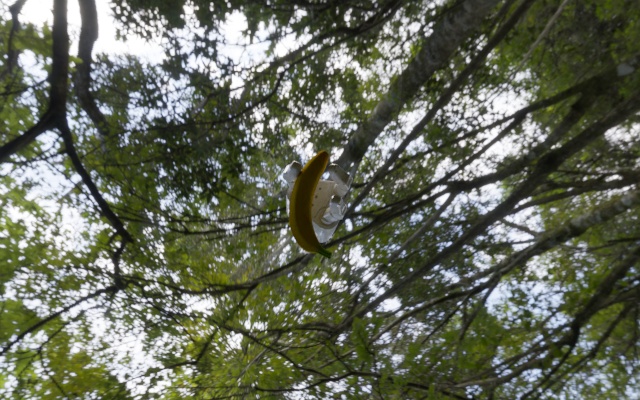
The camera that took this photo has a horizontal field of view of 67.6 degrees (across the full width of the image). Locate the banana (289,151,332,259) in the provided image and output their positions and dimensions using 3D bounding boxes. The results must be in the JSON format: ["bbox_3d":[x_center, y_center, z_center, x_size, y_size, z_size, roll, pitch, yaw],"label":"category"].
[{"bbox_3d":[-0.018,0.006,0.802,0.069,0.197,0.037,0,-23,-3],"label":"banana"}]
